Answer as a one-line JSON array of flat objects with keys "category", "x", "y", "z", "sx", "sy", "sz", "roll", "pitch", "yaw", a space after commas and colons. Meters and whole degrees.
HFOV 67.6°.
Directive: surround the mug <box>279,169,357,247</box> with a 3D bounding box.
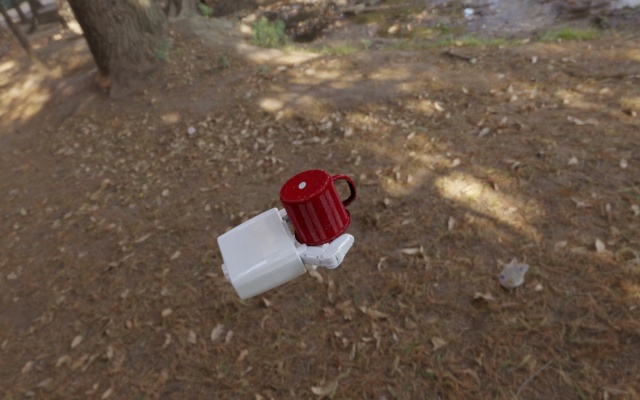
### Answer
[{"category": "mug", "x": 0.001, "y": 0.002, "z": 0.714, "sx": 0.117, "sy": 0.081, "sz": 0.093, "roll": -28, "pitch": 33, "yaw": -6}]
